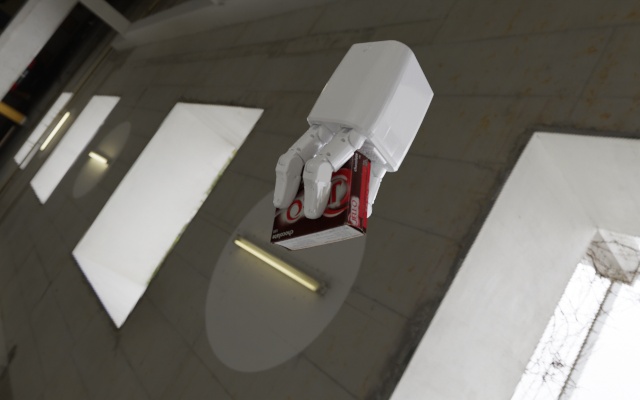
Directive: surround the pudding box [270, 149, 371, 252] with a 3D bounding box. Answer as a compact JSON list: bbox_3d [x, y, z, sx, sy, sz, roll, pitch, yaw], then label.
[{"bbox_3d":[0.000,0.002,0.521,0.113,0.090,0.039,-19,-37,41],"label":"pudding box"}]
